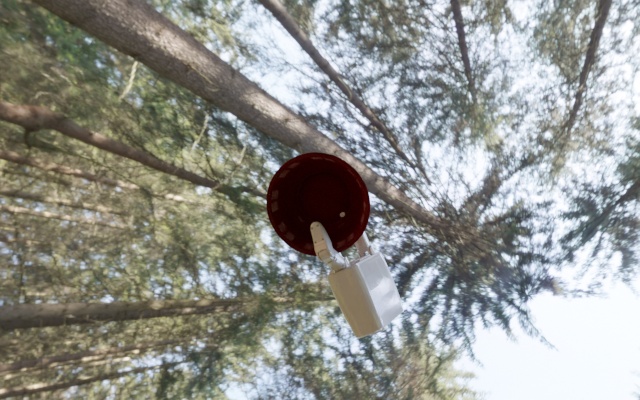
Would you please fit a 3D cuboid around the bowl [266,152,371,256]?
[{"bbox_3d":[0.000,0.001,0.744,0.162,0.162,0.055,0,13,12],"label":"bowl"}]
